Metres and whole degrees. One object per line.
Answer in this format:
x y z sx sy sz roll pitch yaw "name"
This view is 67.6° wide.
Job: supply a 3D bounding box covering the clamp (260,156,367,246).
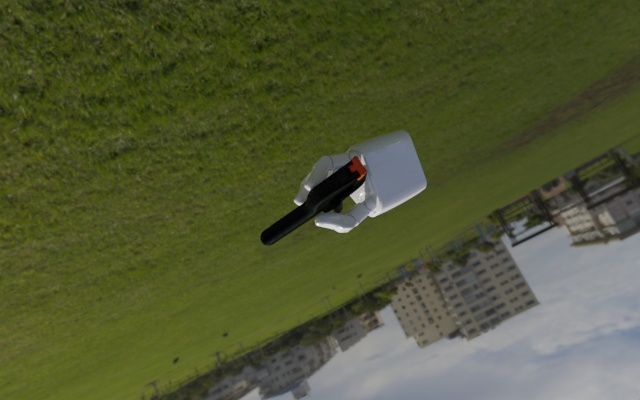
0.001 0.003 0.711 0.164 0.036 0.210 -26 -12 -29 "clamp"
